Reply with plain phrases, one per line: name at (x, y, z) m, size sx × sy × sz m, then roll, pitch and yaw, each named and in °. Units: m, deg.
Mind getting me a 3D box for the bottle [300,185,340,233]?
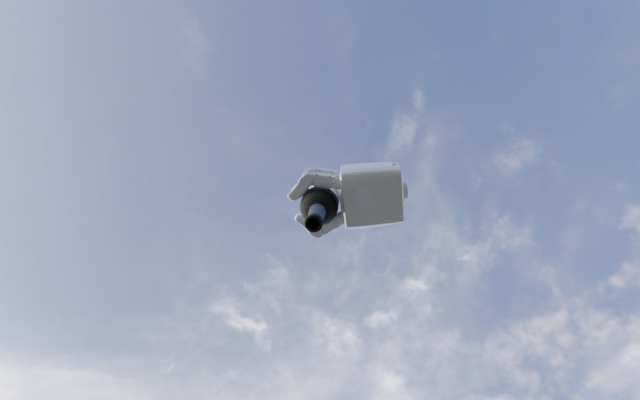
bottle at (0.000, 0.003, 0.861) m, size 0.069 × 0.069 × 0.295 m, roll 0°, pitch 13°, yaw 4°
